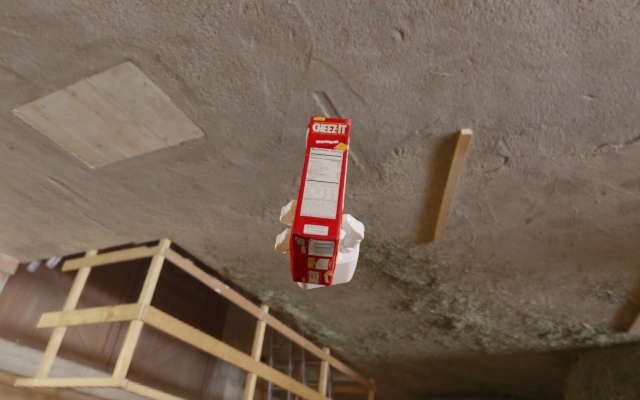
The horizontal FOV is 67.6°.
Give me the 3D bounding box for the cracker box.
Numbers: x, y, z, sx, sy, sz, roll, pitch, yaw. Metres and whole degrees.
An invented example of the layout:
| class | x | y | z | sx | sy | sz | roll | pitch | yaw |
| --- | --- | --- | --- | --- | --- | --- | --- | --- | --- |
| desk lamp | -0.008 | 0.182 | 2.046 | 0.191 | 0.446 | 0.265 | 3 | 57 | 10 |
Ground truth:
| class | x | y | z | sx | sy | sz | roll | pitch | yaw |
| --- | --- | --- | --- | --- | --- | --- | --- | --- | --- |
| cracker box | 0.000 | 0.003 | 0.748 | 0.072 | 0.213 | 0.164 | 6 | -32 | 2 |
